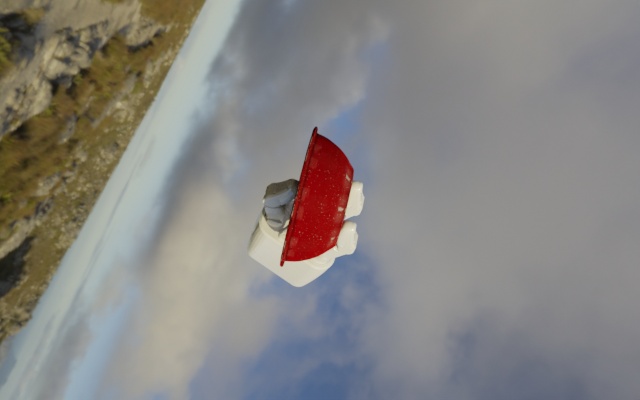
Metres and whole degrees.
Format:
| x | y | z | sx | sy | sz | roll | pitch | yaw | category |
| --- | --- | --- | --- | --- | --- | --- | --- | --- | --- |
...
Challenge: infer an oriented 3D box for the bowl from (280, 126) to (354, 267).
| x | y | z | sx | sy | sz | roll | pitch | yaw | category |
| --- | --- | --- | --- | --- | --- | --- | --- | --- | --- |
| 0.001 | 0.002 | 0.535 | 0.055 | 0.162 | 0.162 | 14 | 0 | 0 | bowl |
